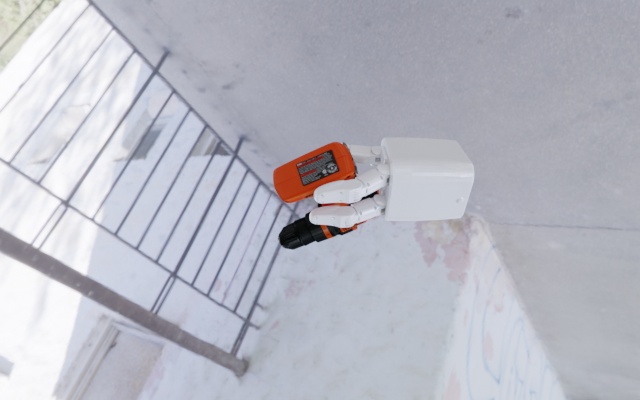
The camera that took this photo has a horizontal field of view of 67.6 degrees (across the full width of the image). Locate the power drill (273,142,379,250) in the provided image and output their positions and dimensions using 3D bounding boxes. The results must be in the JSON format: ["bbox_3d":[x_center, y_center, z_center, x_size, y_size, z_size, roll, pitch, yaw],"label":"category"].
[{"bbox_3d":[0.000,0.002,0.681,0.184,0.057,0.188,-25,-26,6],"label":"power drill"}]
